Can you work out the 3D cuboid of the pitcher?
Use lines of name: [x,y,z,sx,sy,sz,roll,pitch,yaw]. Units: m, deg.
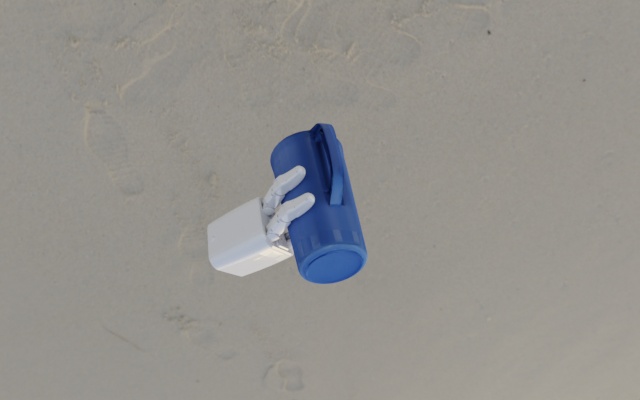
pitcher: [0.000,0.003,0.781,0.145,0.242,0.149,-26,-39,14]
